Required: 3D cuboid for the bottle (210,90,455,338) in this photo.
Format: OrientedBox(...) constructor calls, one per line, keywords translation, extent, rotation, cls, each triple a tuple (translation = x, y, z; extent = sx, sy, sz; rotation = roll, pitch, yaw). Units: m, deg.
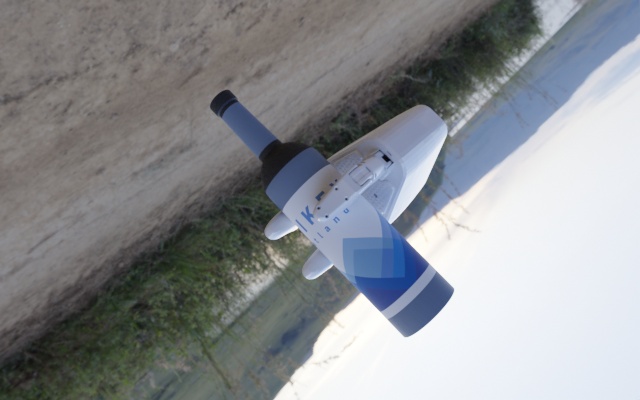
OrientedBox(translation=(0.000, 0.002, 0.467), extent=(0.069, 0.295, 0.069), rotation=(-44, -7, -7), cls="bottle")
